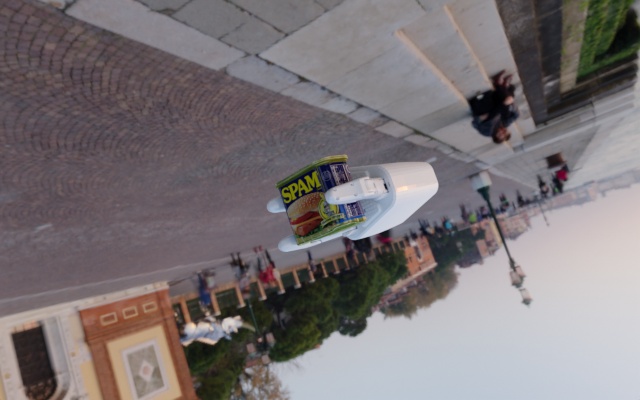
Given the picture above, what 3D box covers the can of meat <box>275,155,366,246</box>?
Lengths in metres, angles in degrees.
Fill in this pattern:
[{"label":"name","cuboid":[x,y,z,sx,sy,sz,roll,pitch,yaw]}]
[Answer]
[{"label":"can of meat","cuboid":[0.000,0.002,0.591,0.057,0.084,0.102,-11,-11,-47]}]
